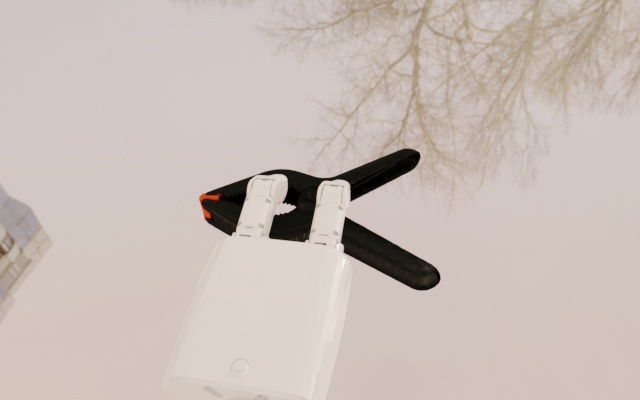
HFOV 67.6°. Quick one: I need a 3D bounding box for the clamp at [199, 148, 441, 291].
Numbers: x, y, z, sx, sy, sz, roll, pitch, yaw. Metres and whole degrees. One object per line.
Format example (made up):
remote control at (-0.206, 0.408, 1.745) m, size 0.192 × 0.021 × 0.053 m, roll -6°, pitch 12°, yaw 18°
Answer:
clamp at (0.000, 0.002, 0.431) m, size 0.210 × 0.036 × 0.164 m, roll 5°, pitch 42°, yaw 9°
